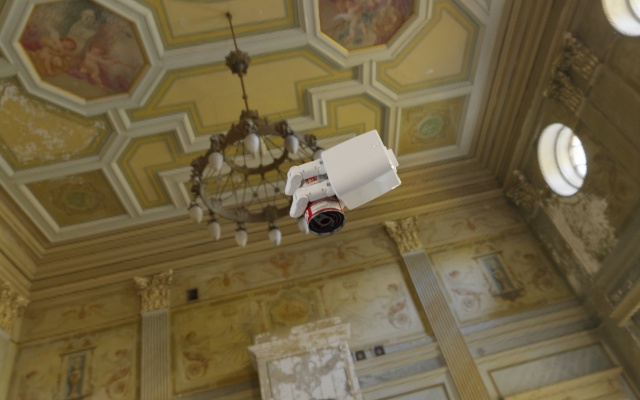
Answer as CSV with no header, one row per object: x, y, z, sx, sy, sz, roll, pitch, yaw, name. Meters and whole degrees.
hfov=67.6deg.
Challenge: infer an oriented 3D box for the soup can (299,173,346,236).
0.000,0.003,0.851,0.068,0.102,0.069,-10,-41,-8,soup can
